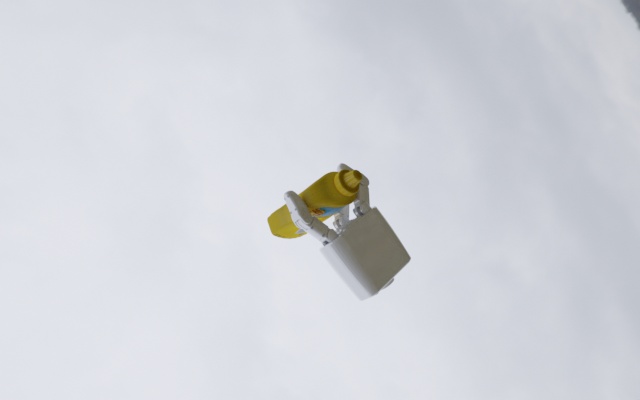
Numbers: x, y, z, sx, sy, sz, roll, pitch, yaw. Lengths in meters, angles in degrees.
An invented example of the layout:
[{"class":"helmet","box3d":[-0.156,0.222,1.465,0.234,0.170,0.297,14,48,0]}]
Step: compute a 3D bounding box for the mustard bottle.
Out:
[{"class":"mustard bottle","box3d":[0.000,0.002,0.770,0.096,0.058,0.192,-5,-21,-41]}]
